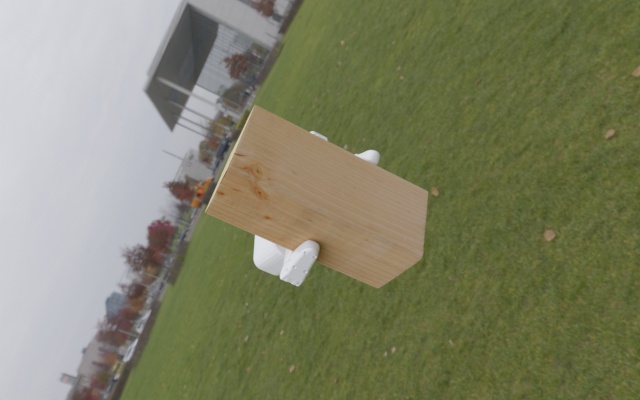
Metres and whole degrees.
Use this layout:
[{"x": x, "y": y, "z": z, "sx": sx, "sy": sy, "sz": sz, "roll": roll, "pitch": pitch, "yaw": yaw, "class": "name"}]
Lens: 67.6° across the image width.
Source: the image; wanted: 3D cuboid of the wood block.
[{"x": 0.000, "y": 0.002, "z": 0.500, "sx": 0.206, "sy": 0.090, "sz": 0.090, "roll": 25, "pitch": -38, "yaw": -13, "class": "wood block"}]
